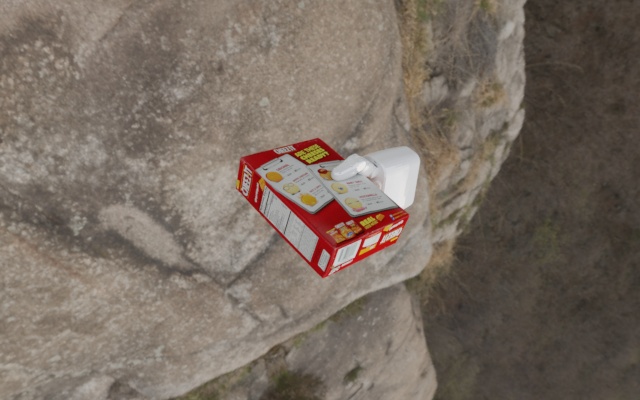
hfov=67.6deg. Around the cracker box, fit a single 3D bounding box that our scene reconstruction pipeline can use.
[{"bbox_3d":[0.000,0.002,0.722,0.164,0.072,0.213,-20,51,-41],"label":"cracker box"}]
